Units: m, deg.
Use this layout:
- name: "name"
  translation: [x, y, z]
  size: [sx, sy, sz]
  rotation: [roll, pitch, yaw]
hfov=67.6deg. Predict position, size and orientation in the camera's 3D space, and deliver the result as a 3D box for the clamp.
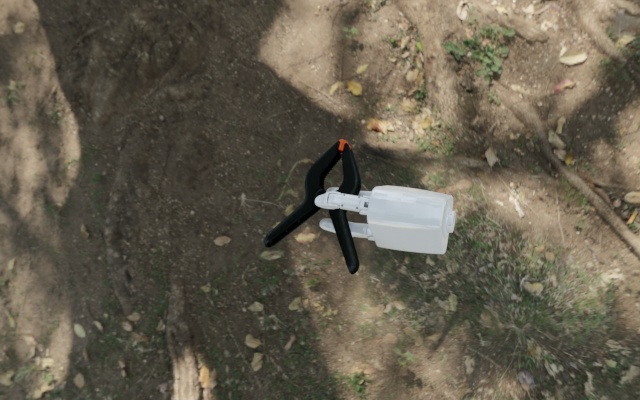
- name: "clamp"
  translation: [0.000, 0.002, 0.771]
  size: [0.164, 0.210, 0.036]
  rotation: [8, -11, 20]
